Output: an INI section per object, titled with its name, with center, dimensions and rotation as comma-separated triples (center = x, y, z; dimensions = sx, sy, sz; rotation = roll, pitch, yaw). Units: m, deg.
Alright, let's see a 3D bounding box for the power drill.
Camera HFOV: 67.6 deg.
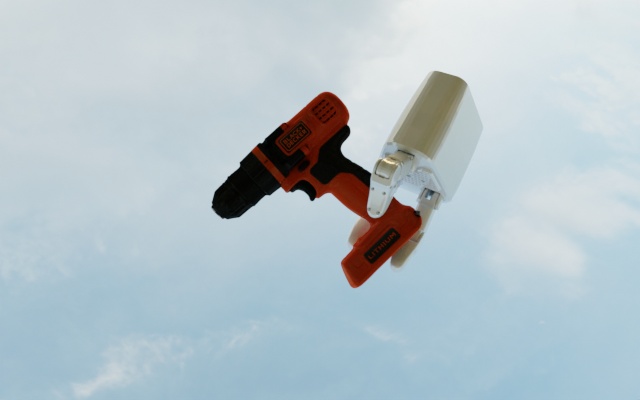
[power drill]
center = 0.001, 0.002, 0.516
dimensions = 0.184, 0.187, 0.057
rotation = -43, -4, 0
